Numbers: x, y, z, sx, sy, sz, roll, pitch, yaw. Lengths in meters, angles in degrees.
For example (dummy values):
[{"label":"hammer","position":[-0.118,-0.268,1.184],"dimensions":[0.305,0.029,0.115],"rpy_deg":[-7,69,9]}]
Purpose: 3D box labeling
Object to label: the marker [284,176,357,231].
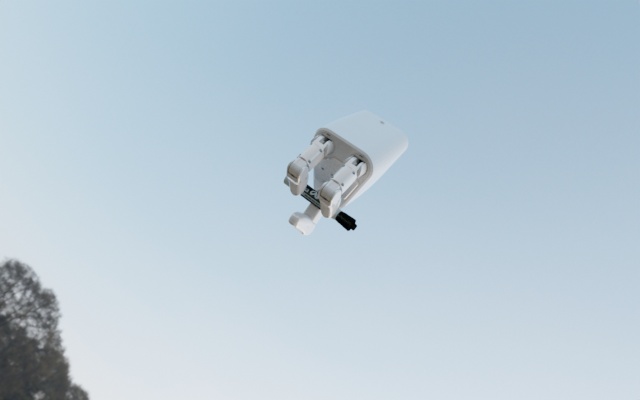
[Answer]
[{"label":"marker","position":[0.000,0.002,0.646],"dimensions":[0.121,0.020,0.020],"rpy_deg":[36,14,20]}]
